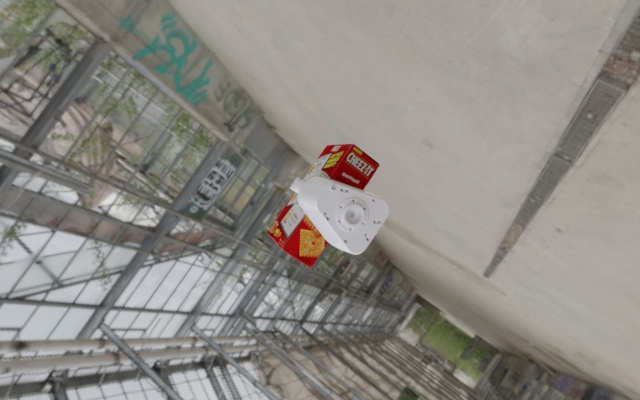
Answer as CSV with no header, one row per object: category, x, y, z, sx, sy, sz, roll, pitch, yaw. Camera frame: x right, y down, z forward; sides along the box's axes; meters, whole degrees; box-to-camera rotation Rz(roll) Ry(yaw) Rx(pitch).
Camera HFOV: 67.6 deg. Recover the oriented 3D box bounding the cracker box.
cracker box,0.000,0.003,0.873,0.072,0.213,0.164,36,-4,-16
